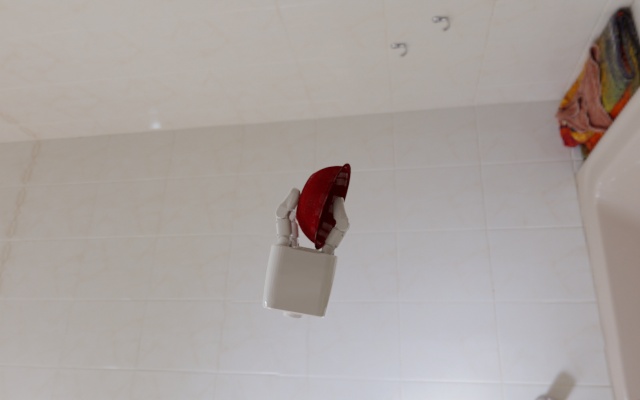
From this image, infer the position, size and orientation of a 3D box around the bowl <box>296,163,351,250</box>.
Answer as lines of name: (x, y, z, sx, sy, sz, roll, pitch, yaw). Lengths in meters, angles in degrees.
bowl: (0.000, 0.001, 0.844, 0.055, 0.162, 0.162, 20, 5, 13)
